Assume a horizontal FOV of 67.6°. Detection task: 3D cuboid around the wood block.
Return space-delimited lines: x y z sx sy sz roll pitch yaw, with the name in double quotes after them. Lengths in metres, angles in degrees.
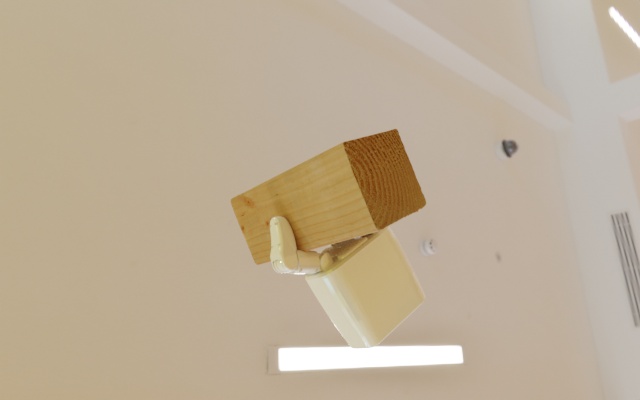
0.000 0.002 0.540 0.091 0.090 0.206 -21 0 -44 "wood block"
